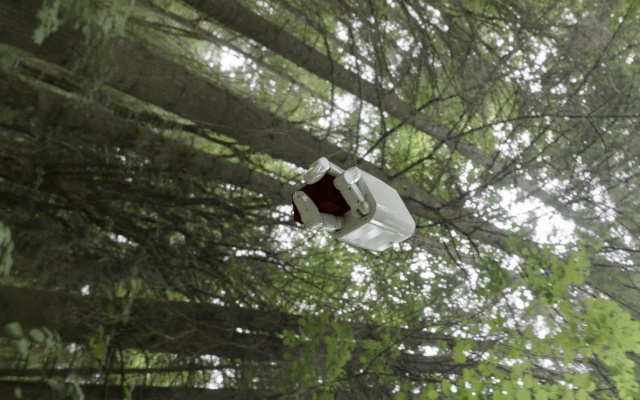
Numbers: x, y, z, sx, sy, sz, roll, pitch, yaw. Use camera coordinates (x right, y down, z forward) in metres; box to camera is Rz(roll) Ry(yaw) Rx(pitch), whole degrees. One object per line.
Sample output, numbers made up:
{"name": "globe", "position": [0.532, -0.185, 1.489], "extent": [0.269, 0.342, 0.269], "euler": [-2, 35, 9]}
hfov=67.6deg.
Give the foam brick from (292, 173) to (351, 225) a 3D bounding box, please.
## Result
{"name": "foam brick", "position": [0.000, 0.002, 0.749], "extent": [0.051, 0.053, 0.078], "euler": [23, -41, -39]}
